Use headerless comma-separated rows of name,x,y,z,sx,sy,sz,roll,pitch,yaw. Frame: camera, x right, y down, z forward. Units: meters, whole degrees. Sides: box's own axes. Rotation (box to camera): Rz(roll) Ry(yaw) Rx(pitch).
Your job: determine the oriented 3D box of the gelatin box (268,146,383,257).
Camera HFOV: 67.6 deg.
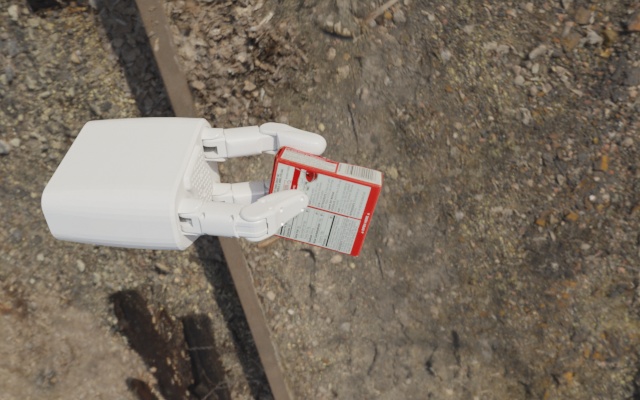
gelatin box,0.000,0.002,0.402,0.089,0.073,0.030,15,30,1
